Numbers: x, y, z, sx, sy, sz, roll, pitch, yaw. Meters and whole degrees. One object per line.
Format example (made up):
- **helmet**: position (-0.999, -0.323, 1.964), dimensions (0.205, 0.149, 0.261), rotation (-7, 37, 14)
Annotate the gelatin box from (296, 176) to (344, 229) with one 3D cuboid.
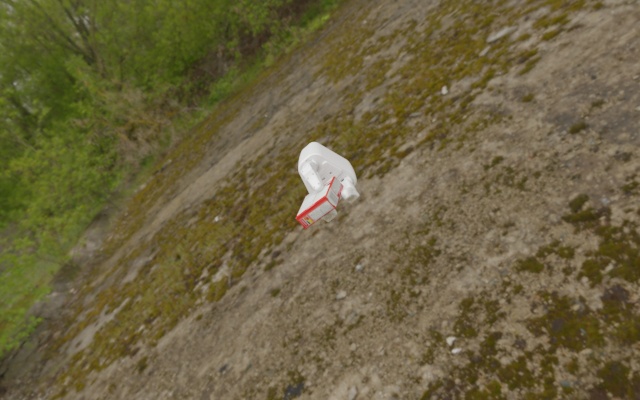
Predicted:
- **gelatin box**: position (0.000, 0.003, 0.845), dimensions (0.073, 0.030, 0.089), rotation (-36, 14, 25)
